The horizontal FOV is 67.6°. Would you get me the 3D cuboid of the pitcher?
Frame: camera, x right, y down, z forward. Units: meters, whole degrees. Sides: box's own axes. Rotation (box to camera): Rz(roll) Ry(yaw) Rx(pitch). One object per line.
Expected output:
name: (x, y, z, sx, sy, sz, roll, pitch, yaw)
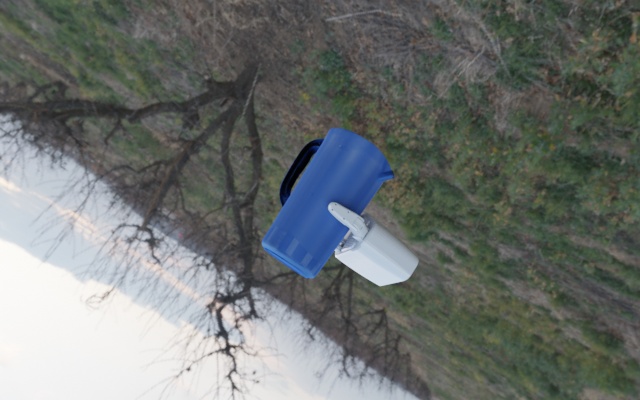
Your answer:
pitcher: (0.000, 0.003, 0.826, 0.145, 0.243, 0.149, 37, -12, -12)
